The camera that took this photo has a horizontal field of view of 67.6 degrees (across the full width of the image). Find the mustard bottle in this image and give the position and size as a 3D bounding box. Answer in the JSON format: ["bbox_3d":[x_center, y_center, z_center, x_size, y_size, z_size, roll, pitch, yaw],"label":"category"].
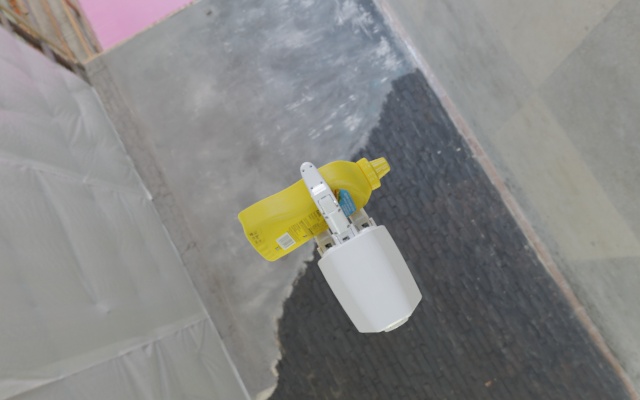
[{"bbox_3d":[0.000,0.002,0.596,0.191,0.058,0.096,-30,-34,1],"label":"mustard bottle"}]
